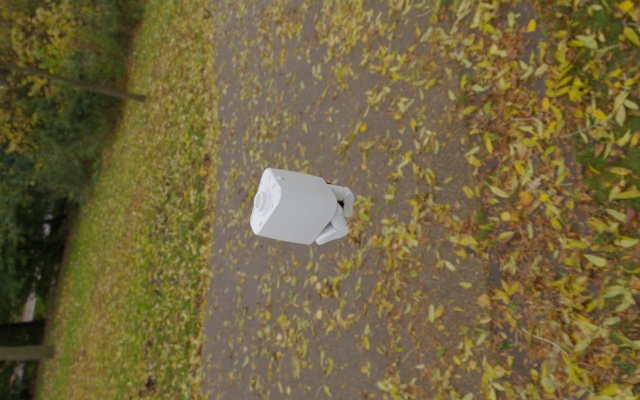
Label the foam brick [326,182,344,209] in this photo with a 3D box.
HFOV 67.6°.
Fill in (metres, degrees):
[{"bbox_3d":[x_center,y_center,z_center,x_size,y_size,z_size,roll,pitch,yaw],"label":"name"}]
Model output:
[{"bbox_3d":[0.000,0.003,0.883,0.051,0.053,0.078,11,27,-29],"label":"foam brick"}]
